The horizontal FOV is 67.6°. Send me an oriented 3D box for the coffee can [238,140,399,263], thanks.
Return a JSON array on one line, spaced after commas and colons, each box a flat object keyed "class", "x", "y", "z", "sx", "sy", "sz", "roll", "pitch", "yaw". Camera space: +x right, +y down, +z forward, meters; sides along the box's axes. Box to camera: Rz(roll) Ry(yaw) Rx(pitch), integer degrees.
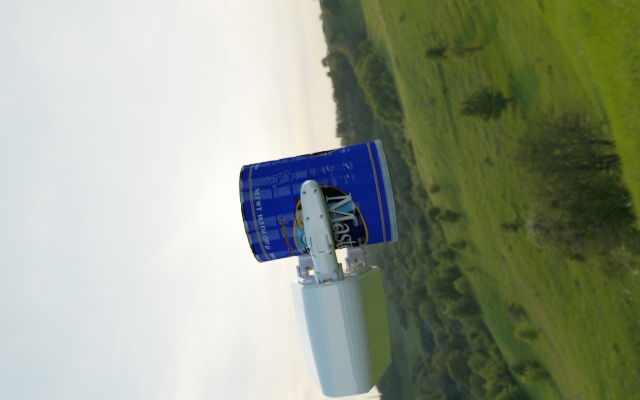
[{"class": "coffee can", "x": 0.000, "y": 0.001, "z": 0.481, "sx": 0.140, "sy": 0.103, "sz": 0.103, "roll": -10, "pitch": -1, "yaw": 4}]
